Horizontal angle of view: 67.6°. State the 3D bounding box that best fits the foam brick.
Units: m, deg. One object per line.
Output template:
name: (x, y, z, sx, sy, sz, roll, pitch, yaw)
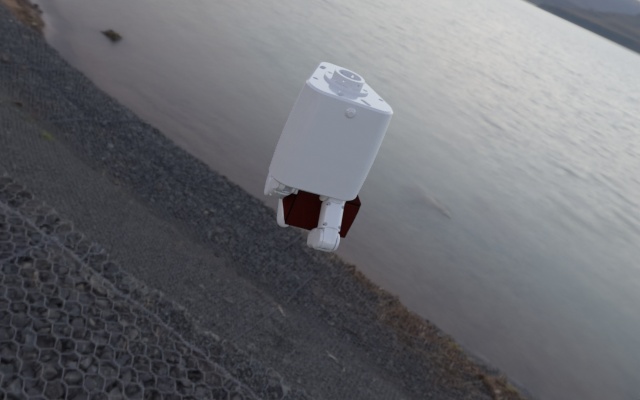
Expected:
foam brick: (0.000, 0.002, 0.556, 0.078, 0.051, 0.053, 14, 31, -18)
